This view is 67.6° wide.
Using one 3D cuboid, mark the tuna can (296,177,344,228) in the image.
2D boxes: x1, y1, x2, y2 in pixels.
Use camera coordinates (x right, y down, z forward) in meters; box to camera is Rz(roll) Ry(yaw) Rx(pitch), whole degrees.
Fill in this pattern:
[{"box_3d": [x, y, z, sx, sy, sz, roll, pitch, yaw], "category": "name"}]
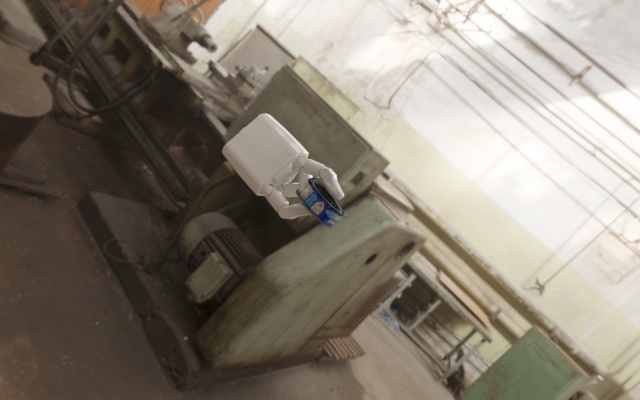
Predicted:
[{"box_3d": [0.001, 0.002, 0.795, 0.034, 0.086, 0.086, -42, -10, 11], "category": "tuna can"}]
